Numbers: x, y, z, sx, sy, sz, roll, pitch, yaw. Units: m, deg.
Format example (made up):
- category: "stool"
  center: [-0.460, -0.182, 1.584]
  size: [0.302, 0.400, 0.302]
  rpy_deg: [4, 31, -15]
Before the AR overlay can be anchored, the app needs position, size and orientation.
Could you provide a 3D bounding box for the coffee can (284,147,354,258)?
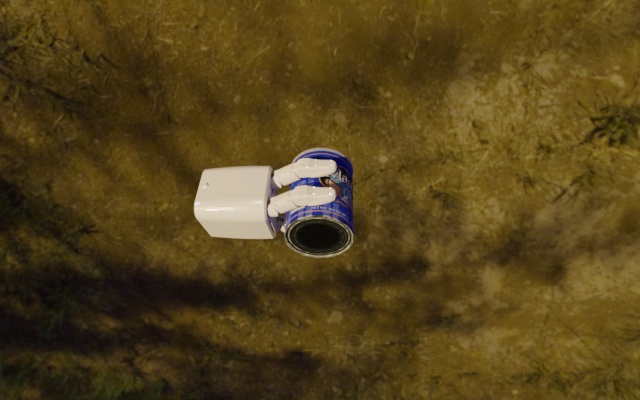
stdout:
- category: "coffee can"
  center: [0.000, 0.002, 0.742]
  size: [0.103, 0.140, 0.103]
  rpy_deg: [2, -40, 1]
